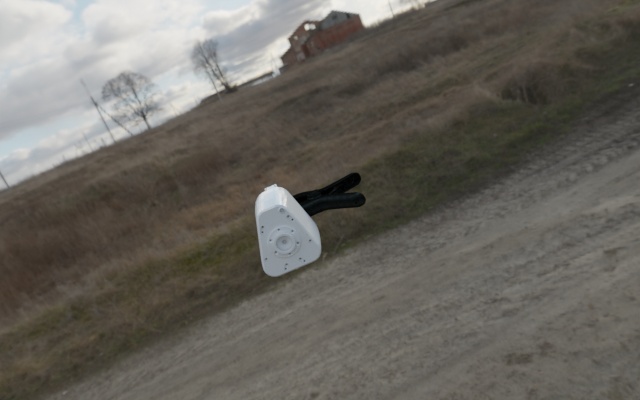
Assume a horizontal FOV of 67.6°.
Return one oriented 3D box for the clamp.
[{"bbox_3d":[0.000,0.002,0.824,0.171,0.039,0.120,-23,15,0],"label":"clamp"}]
